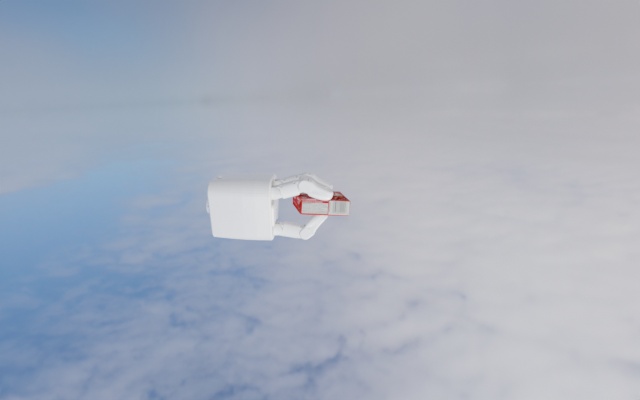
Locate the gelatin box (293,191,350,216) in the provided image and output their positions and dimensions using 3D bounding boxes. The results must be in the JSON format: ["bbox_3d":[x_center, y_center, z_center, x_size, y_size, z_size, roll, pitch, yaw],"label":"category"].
[{"bbox_3d":[0.000,0.003,0.833,0.089,0.030,0.073,2,13,-13],"label":"gelatin box"}]
